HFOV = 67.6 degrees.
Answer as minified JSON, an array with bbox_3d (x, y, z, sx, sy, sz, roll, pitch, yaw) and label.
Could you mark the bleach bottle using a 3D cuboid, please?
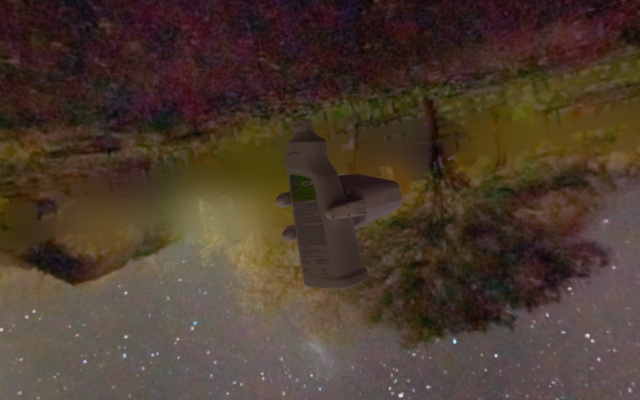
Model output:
[{"bbox_3d":[0.000,0.002,0.718,0.102,0.251,0.068,-7,5,44],"label":"bleach bottle"}]
